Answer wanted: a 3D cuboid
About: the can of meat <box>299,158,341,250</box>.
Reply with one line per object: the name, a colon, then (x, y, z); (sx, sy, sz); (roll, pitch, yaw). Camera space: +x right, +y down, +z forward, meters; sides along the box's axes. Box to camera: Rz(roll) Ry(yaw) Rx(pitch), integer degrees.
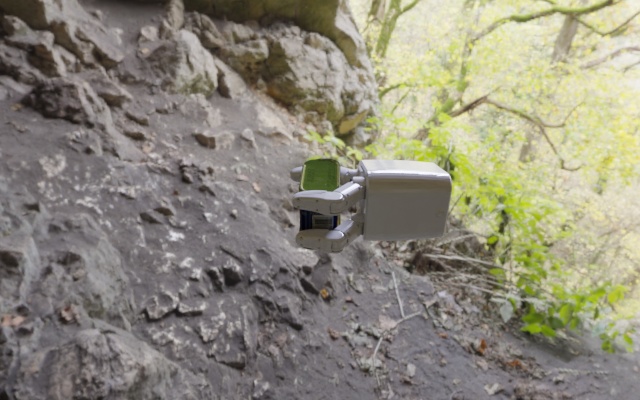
can of meat: (0.000, 0.002, 0.635); (0.057, 0.084, 0.102); (2, 32, 1)
